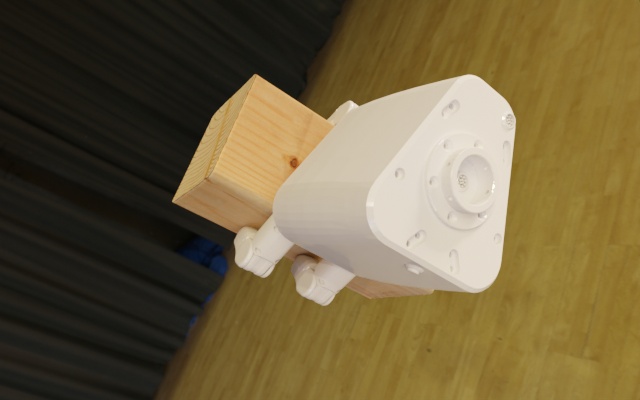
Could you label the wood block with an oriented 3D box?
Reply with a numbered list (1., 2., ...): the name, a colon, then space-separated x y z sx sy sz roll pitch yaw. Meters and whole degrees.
1. wood block: 0.000 0.001 0.401 0.206 0.090 0.090 30 -27 -24
